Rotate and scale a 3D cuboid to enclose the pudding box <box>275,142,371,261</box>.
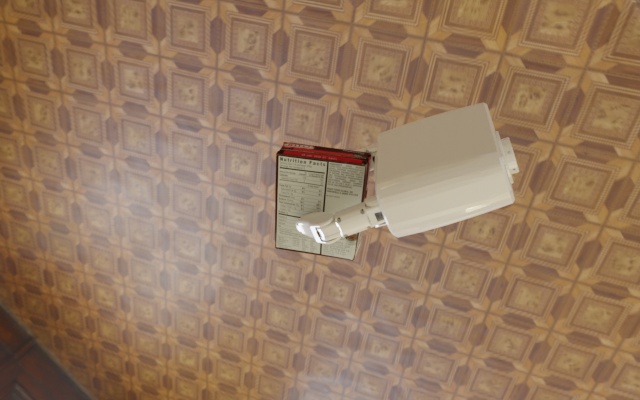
[{"bbox_3d":[0.000,0.002,0.487,0.090,0.113,0.039,9,26,8],"label":"pudding box"}]
